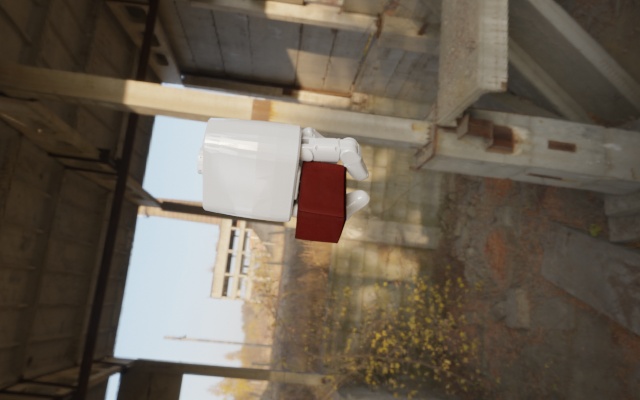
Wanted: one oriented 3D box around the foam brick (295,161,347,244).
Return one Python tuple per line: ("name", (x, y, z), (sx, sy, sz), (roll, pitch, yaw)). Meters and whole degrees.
("foam brick", (0.000, 0.002, 0.541), (0.051, 0.078, 0.053), (7, -39, -6))
